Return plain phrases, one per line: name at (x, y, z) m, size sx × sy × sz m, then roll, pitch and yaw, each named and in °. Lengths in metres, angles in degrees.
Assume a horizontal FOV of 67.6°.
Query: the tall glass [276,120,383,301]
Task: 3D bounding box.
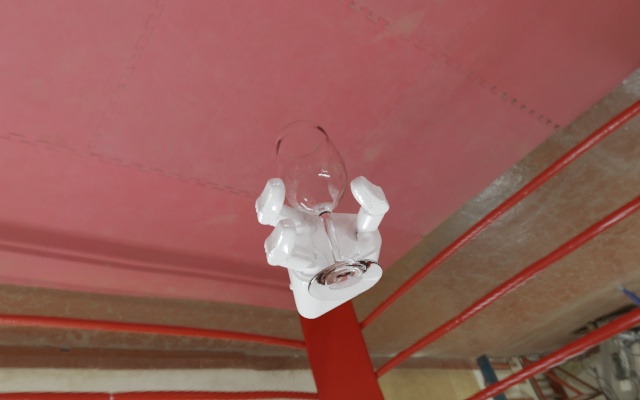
tall glass at (0.000, 0.002, 0.516) m, size 0.079 × 0.201 × 0.079 m, roll -11°, pitch -37°, yaw -8°
